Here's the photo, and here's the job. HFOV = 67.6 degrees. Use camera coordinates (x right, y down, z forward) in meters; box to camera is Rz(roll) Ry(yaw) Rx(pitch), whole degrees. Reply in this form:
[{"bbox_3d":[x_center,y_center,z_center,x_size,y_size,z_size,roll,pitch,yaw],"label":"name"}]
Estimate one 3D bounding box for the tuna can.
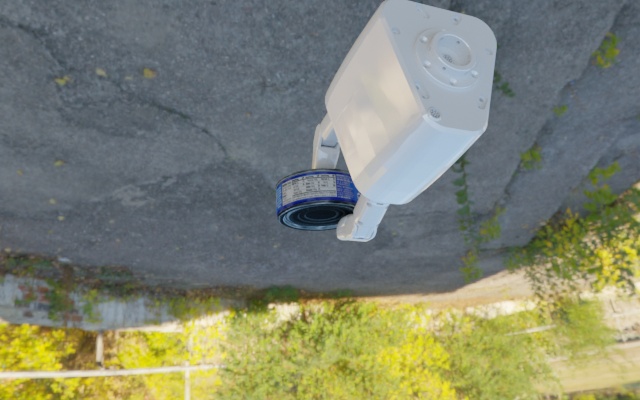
[{"bbox_3d":[0.000,0.002,0.458,0.086,0.033,0.086,-3,-20,-1],"label":"tuna can"}]
